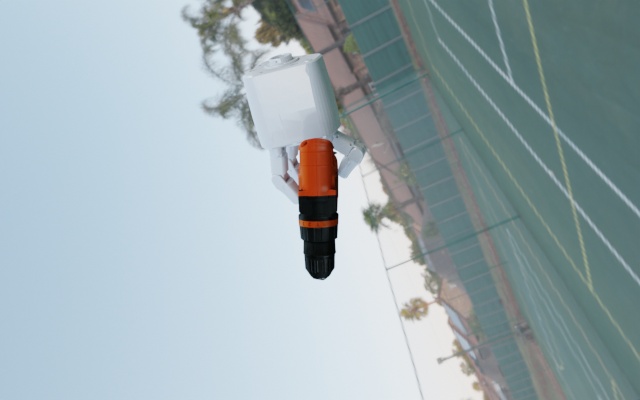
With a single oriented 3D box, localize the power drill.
[{"bbox_3d":[0.000,0.002,0.682,0.057,0.184,0.187,0,9,0],"label":"power drill"}]
